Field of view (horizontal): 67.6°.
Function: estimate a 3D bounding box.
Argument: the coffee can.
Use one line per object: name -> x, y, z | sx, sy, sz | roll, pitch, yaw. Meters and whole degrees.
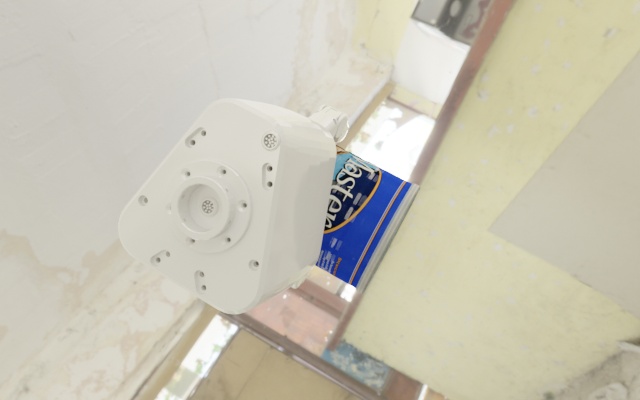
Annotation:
coffee can -> 0.000, 0.001, 0.416 | 0.140, 0.103, 0.103 | 28, 5, 10
